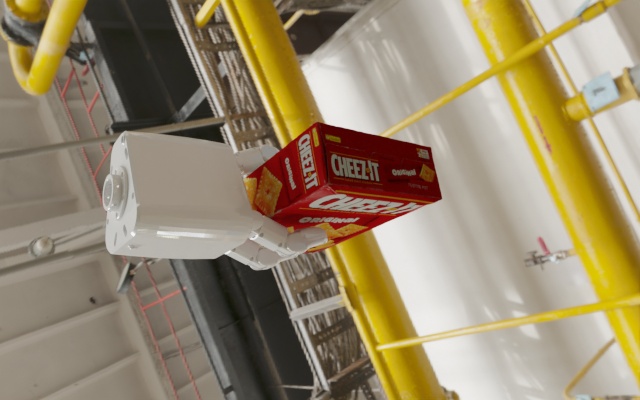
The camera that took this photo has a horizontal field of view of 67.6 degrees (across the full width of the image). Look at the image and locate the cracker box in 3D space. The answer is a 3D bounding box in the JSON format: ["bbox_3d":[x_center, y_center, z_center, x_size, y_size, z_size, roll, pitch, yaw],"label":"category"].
[{"bbox_3d":[0.000,0.002,0.539,0.164,0.072,0.214,5,-22,-39],"label":"cracker box"}]
